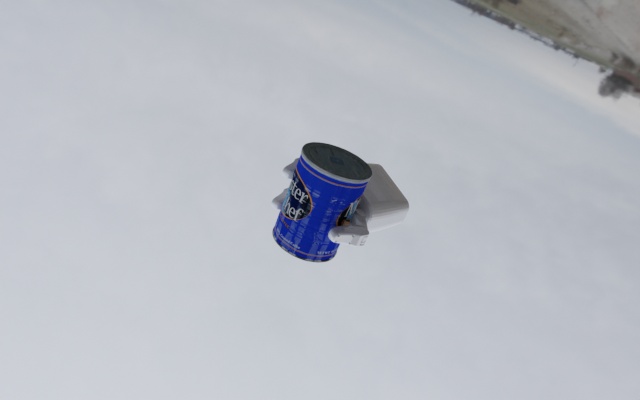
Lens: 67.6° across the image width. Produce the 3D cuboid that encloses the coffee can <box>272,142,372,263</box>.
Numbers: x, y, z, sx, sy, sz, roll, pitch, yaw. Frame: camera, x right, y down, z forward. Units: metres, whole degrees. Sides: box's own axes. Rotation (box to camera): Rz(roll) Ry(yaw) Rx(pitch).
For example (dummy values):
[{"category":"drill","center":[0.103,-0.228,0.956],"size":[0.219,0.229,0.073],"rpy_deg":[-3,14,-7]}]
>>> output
[{"category":"coffee can","center":[0.000,0.002,0.682],"size":[0.103,0.140,0.102],"rpy_deg":[18,27,-9]}]
